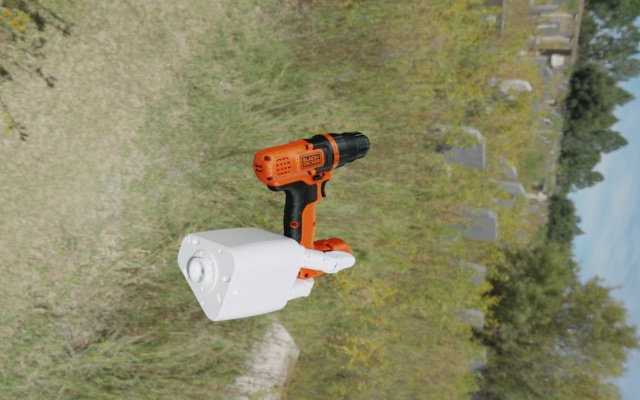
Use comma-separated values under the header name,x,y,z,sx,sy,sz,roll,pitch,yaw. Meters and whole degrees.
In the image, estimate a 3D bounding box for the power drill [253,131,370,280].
name,x,y,z,sx,sy,sz,roll,pitch,yaw
power drill,0.000,0.003,0.665,0.184,0.188,0.057,-16,17,-33
